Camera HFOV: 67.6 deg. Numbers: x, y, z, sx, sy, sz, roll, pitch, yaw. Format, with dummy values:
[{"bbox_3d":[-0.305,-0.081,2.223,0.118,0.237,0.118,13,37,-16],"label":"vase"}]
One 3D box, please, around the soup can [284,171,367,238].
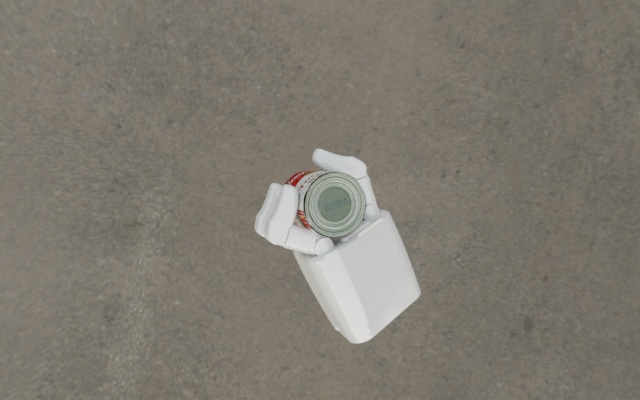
[{"bbox_3d":[0.000,0.001,0.517,0.068,0.068,0.102,0,3,-18],"label":"soup can"}]
